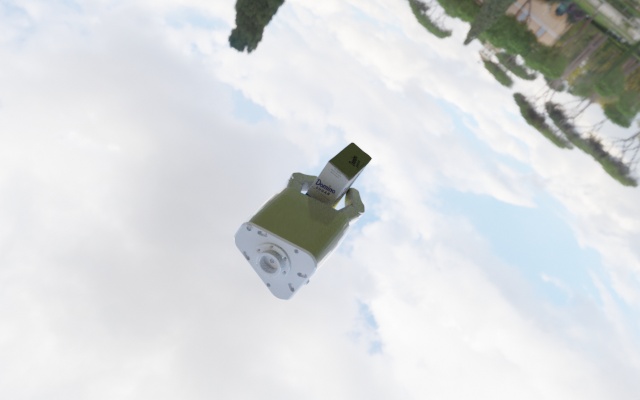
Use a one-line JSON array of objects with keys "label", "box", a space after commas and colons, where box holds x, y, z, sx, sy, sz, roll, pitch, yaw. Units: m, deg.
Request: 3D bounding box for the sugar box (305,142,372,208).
[{"label": "sugar box", "box": [0.000, 0.003, 0.699, 0.176, 0.048, 0.093, -51, -4, 34]}]
